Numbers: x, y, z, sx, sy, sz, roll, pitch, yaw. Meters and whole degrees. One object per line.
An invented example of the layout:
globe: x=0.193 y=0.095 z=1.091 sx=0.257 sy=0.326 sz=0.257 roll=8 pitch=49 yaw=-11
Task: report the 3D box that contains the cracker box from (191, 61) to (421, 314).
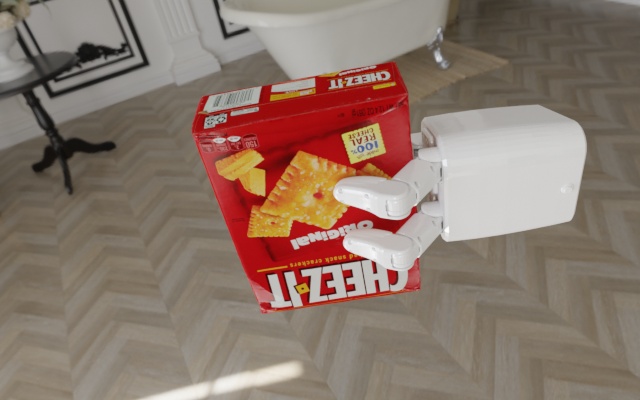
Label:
cracker box: x=0.000 y=0.001 z=0.427 sx=0.164 sy=0.214 sz=0.072 roll=-9 pitch=37 yaw=4
